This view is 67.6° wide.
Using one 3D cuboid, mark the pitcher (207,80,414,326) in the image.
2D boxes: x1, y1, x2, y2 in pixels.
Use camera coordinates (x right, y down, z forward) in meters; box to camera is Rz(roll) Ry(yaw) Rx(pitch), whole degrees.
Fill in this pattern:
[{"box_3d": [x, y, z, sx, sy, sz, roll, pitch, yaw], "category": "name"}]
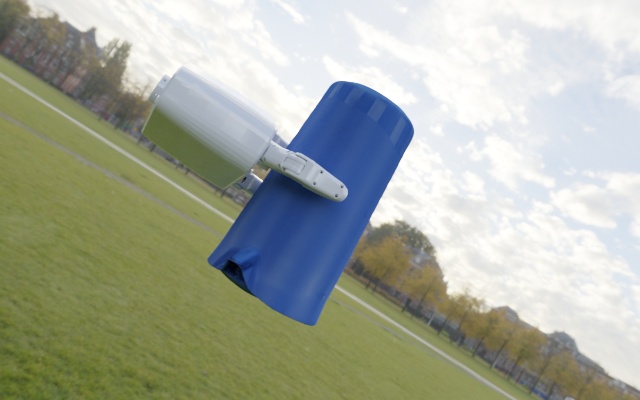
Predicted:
[{"box_3d": [0.000, 0.002, 0.523, 0.145, 0.243, 0.149, 33, -5, -19], "category": "pitcher"}]
